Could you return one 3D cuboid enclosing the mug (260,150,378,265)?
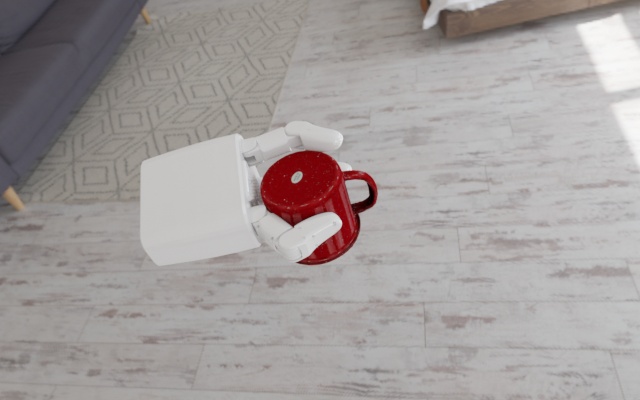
[{"bbox_3d":[0.001,0.001,0.480,0.117,0.093,0.082,-14,-44,4],"label":"mug"}]
